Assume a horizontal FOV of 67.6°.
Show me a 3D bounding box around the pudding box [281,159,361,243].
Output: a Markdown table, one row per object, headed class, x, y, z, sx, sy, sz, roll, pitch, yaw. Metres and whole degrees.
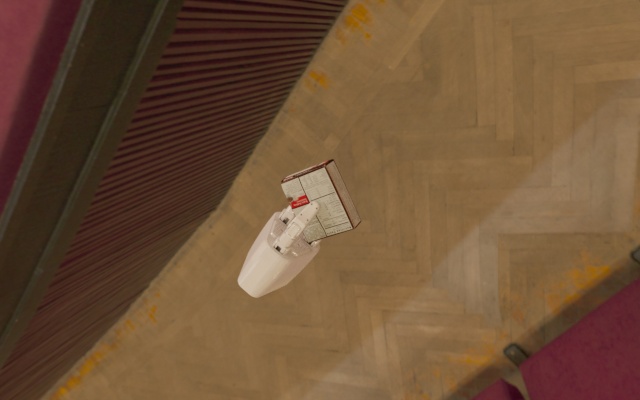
| class | x | y | z | sx | sy | sz | roll | pitch | yaw |
| --- | --- | --- | --- | --- | --- | --- | --- | --- | --- |
| pudding box | 0.000 | 0.003 | 0.750 | 0.090 | 0.113 | 0.039 | -19 | 13 | 28 |
